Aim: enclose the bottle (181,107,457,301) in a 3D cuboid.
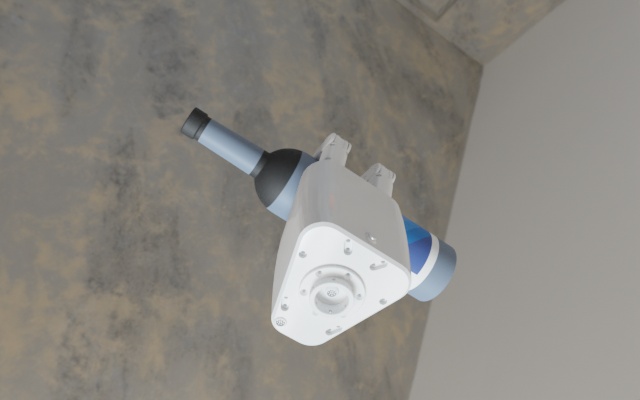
[{"bbox_3d":[0.000,0.002,0.471,0.296,0.069,0.069,32,-8,-14],"label":"bottle"}]
